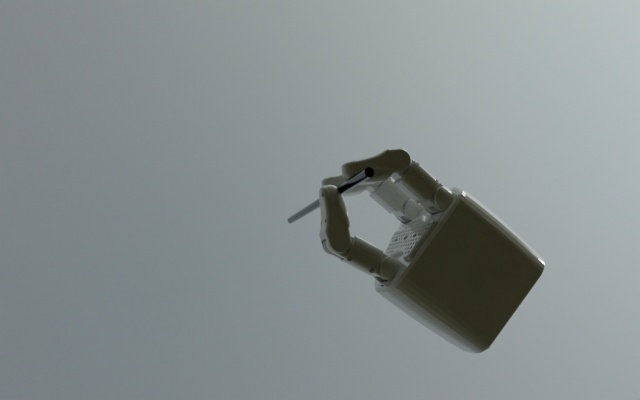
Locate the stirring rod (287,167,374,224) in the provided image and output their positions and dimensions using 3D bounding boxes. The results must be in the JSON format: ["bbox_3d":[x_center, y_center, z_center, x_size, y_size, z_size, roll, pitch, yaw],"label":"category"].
[{"bbox_3d":[0.000,0.002,0.469,0.011,0.011,0.239,0,-11,-18],"label":"stirring rod"}]
